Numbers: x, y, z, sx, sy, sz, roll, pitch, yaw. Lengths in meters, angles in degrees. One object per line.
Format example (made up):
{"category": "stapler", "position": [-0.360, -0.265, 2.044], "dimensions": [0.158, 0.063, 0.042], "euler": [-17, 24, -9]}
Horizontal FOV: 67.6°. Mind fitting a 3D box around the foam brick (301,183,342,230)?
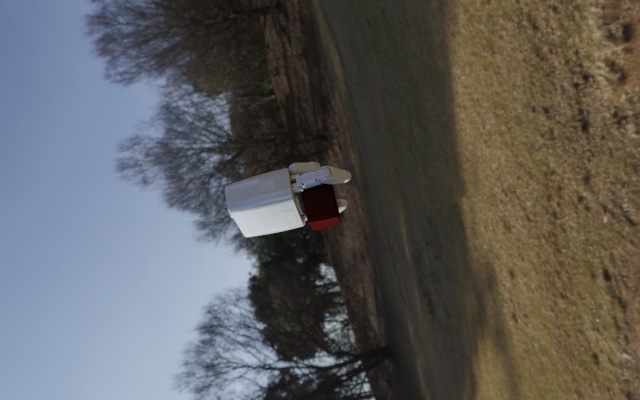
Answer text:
{"category": "foam brick", "position": [0.000, 0.003, 0.778], "dimensions": [0.051, 0.078, 0.053], "euler": [-14, -19, 4]}
